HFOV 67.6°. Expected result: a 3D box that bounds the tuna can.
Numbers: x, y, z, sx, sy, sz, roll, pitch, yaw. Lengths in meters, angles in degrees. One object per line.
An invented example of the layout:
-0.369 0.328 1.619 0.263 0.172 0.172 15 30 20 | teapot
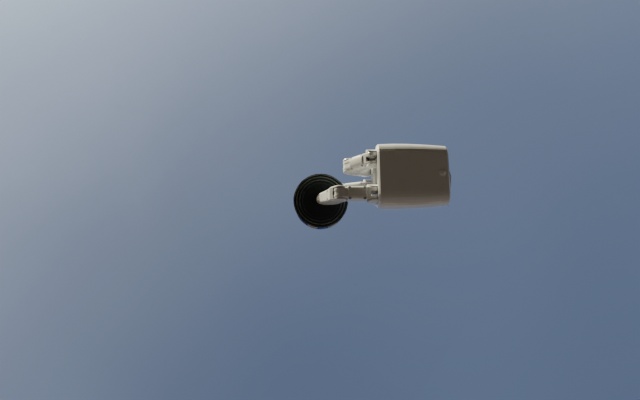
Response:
0.000 0.003 0.761 0.086 0.086 0.034 0 -10 -1 | tuna can
